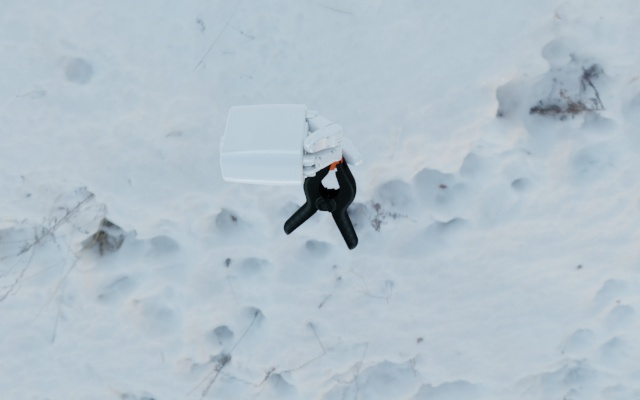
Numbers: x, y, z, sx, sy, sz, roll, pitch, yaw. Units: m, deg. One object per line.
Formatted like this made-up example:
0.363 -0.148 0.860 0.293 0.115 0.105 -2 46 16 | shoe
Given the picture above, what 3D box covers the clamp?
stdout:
0.000 0.003 0.720 0.120 0.172 0.039 3 35 4 | clamp
